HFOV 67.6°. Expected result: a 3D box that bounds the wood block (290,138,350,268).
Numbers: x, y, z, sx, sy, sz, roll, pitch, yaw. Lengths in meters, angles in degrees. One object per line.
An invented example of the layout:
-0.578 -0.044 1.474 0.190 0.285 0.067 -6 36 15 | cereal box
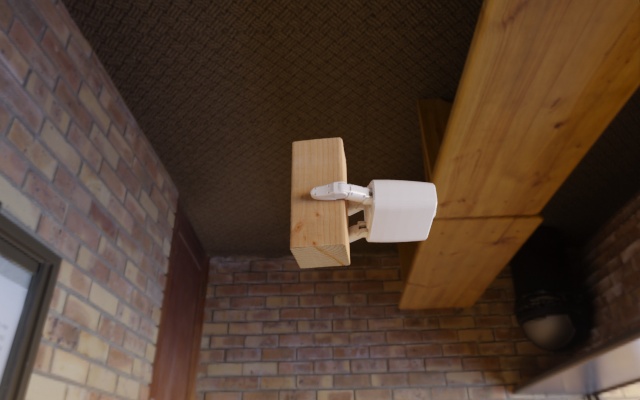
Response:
0.000 0.003 0.832 0.090 0.206 0.091 -4 -29 7 | wood block
